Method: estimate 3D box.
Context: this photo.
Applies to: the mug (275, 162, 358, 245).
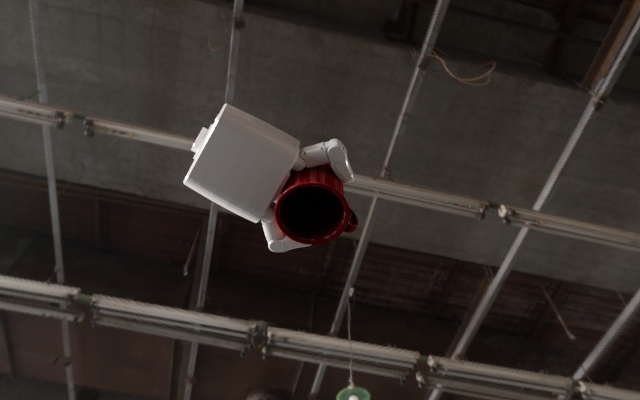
[{"bbox_3d":[0.001,0.003,0.625,0.117,0.093,0.081,28,28,-16],"label":"mug"}]
